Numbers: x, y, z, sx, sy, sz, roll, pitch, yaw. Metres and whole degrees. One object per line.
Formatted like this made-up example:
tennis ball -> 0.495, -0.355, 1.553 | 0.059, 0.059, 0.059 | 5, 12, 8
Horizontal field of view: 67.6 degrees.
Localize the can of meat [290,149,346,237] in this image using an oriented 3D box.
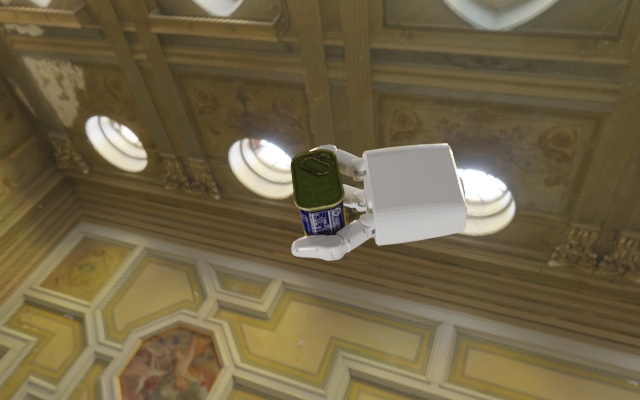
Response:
can of meat -> 0.000, 0.002, 0.582 | 0.057, 0.084, 0.102 | -10, 44, 0
